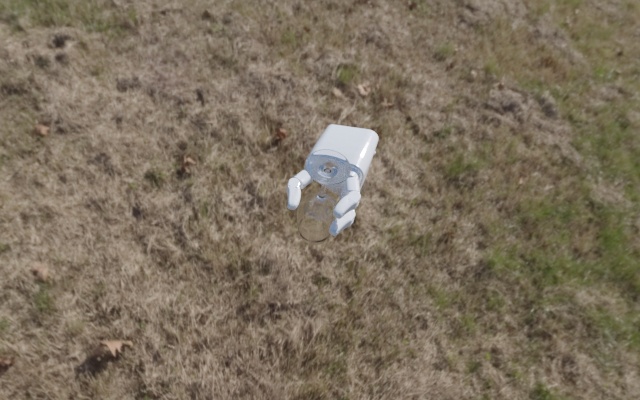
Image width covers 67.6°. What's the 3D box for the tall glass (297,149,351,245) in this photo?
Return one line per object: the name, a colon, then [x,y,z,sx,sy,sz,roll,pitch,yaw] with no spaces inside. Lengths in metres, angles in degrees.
tall glass: [0.000,0.002,0.850,0.079,0.079,0.201,0,-36,-10]
